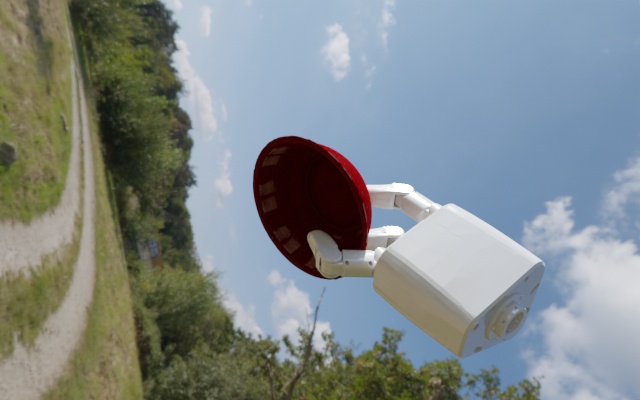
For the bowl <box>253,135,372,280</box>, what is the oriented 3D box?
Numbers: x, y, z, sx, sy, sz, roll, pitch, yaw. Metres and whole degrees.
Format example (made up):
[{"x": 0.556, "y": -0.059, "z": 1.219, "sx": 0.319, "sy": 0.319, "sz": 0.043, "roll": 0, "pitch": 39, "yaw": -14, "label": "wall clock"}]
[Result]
[{"x": -0.001, "y": 0.001, "z": 0.519, "sx": 0.162, "sy": 0.162, "sz": 0.055, "roll": 0, "pitch": 21, "yaw": 44, "label": "bowl"}]
